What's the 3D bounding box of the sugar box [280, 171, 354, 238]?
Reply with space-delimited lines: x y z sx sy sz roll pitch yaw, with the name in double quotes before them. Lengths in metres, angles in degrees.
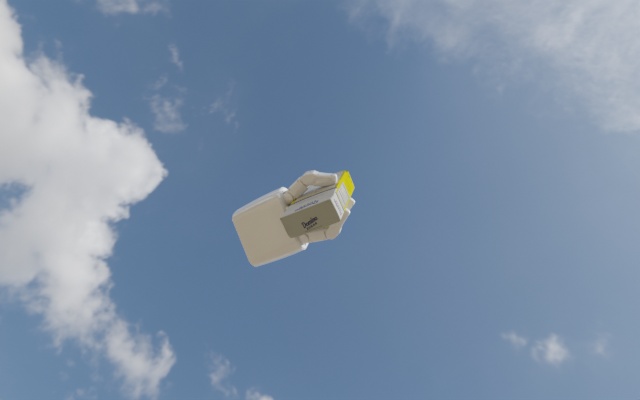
"sugar box" 0.000 0.003 0.822 0.093 0.048 0.176 -21 16 18
